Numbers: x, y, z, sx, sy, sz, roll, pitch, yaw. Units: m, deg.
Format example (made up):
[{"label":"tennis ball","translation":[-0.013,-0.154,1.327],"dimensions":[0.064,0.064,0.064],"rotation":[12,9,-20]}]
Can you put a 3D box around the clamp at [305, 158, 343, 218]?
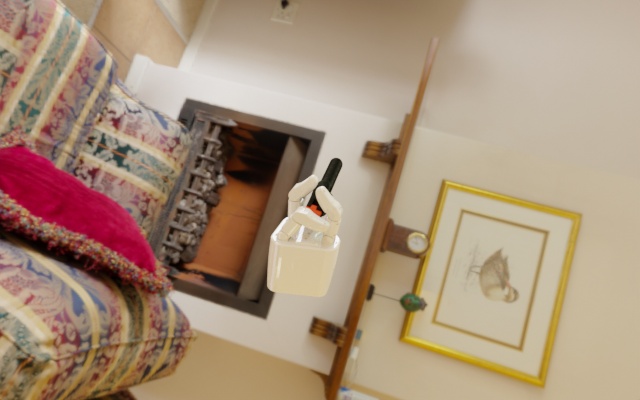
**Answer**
[{"label":"clamp","translation":[0.001,0.003,0.858],"dimensions":[0.039,0.120,0.171],"rotation":[15,28,10]}]
